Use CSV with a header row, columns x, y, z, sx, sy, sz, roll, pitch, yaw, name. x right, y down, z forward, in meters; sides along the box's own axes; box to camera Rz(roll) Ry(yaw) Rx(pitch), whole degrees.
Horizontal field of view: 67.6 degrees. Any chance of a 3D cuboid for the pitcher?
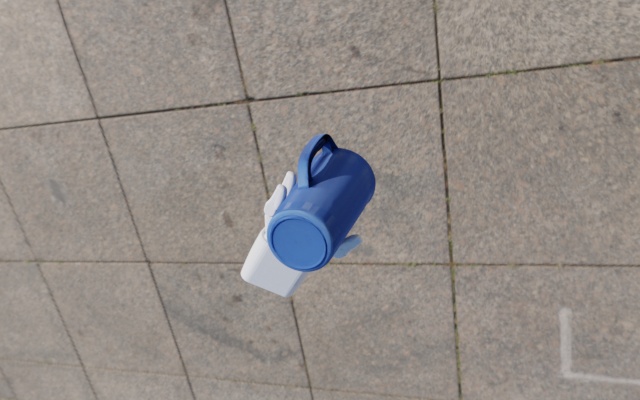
x,y,z,sx,sy,sz,roll,pitch,yaw,name
0.000,0.003,0.800,0.149,0.145,0.242,34,32,1,pitcher
